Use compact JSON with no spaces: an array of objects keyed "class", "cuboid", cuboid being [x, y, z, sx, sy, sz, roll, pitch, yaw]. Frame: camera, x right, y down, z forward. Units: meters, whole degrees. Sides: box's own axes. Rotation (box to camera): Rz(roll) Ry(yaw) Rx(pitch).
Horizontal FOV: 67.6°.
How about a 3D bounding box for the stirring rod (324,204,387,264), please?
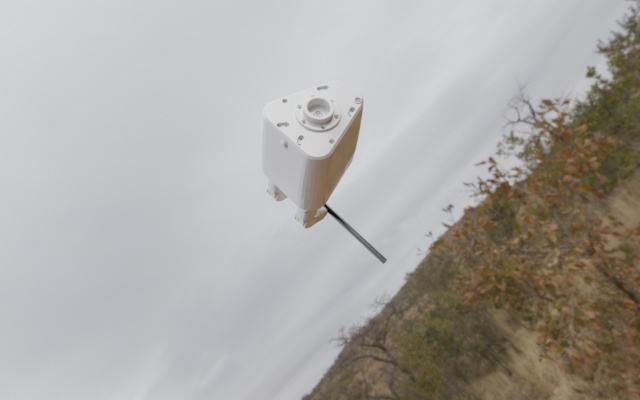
[{"class":"stirring rod","cuboid":[0.000,0.002,0.659,0.239,0.011,0.011,43,15,17]}]
